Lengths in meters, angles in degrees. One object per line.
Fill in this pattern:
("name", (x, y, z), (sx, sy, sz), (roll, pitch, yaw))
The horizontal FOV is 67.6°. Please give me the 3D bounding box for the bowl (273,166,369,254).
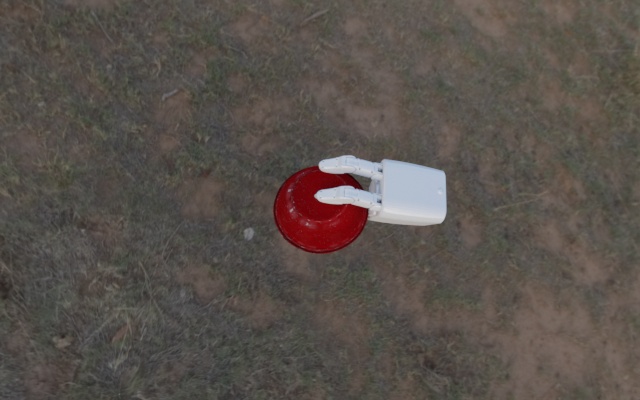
("bowl", (-0.001, 0.003, 0.782), (0.162, 0.162, 0.055), (0, -24, 2))
